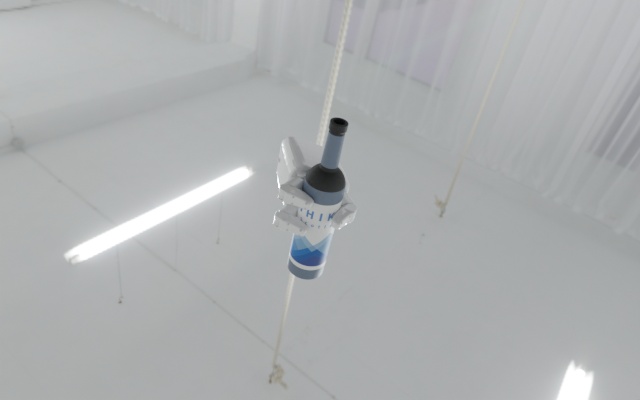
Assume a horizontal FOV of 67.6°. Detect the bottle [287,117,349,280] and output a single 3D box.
[{"bbox_3d":[0.000,0.003,0.775,0.069,0.296,0.069,9,36,-6],"label":"bottle"}]
